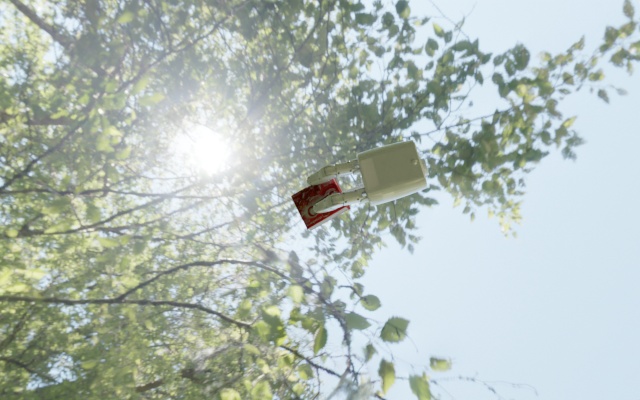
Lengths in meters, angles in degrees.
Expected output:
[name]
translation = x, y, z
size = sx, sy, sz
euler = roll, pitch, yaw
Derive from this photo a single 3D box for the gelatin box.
[gelatin box]
translation = 0.000, 0.003, 0.888
size = 0.089, 0.073, 0.030
euler = -30, -17, 10
